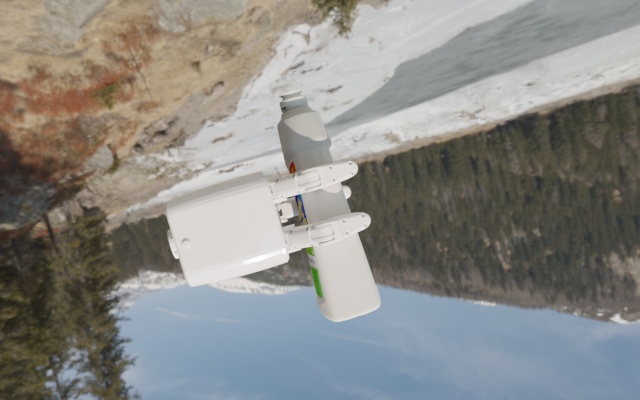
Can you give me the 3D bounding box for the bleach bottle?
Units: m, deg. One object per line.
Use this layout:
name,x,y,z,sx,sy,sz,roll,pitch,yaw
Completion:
bleach bottle,0.000,0.002,0.541,0.068,0.251,0.102,-16,3,-8
